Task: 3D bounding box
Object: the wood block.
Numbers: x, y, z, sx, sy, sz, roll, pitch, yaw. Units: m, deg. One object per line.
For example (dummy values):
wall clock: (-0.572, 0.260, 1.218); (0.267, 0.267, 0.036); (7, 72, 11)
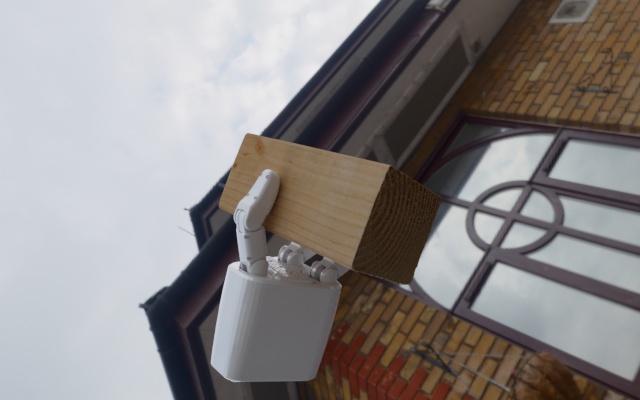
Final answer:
wood block: (0.000, 0.002, 0.478); (0.206, 0.090, 0.091); (19, -3, 45)
